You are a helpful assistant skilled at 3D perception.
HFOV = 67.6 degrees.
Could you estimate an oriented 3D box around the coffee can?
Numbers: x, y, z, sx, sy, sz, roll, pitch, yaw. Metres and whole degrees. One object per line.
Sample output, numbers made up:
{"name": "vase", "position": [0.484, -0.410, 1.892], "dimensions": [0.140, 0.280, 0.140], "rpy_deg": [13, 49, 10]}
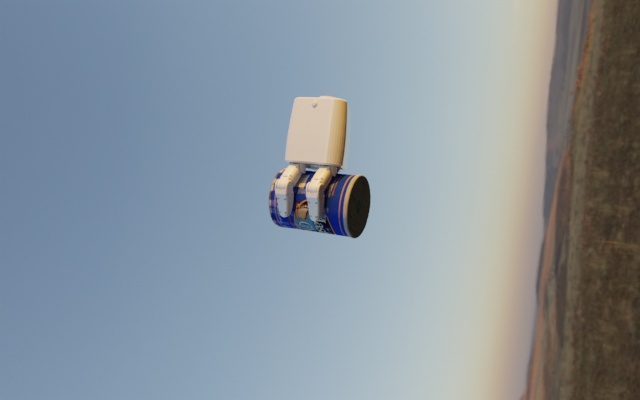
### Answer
{"name": "coffee can", "position": [0.000, 0.003, 0.795], "dimensions": [0.140, 0.103, 0.103], "rpy_deg": [7, 3, 25]}
